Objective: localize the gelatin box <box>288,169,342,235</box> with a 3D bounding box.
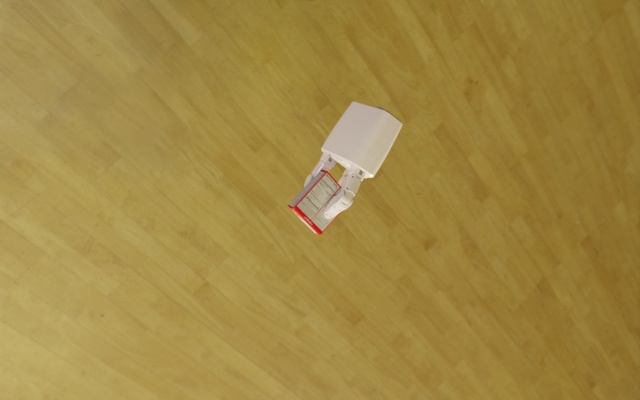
[{"bbox_3d":[0.000,0.003,0.822,0.073,0.089,0.030,46,-11,-25],"label":"gelatin box"}]
